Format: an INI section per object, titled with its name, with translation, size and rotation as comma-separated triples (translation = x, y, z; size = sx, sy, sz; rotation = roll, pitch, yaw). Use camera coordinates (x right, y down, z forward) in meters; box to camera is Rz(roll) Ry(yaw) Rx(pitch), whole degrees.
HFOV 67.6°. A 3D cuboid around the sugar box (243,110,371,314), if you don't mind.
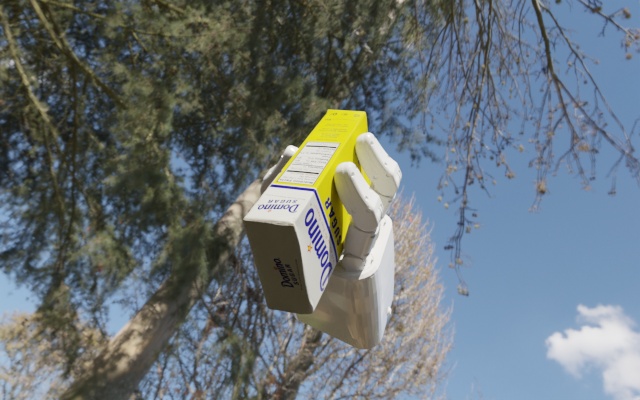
[sugar box]
translation = 0.001, 0.001, 0.409
size = 0.048, 0.093, 0.176
rotation = 4, 37, 19
